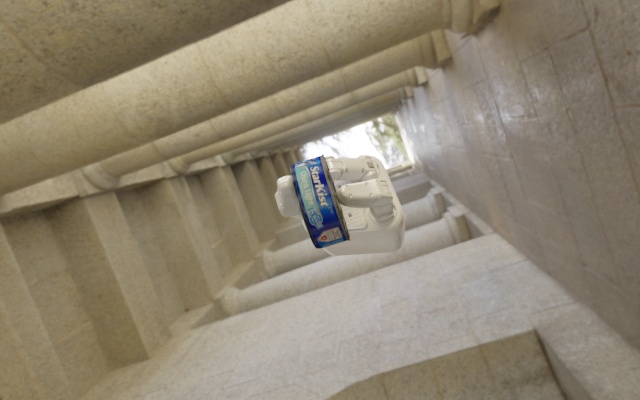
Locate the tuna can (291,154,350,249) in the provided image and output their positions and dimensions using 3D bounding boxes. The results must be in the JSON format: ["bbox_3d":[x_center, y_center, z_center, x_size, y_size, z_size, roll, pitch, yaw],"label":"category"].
[{"bbox_3d":[0.000,0.002,0.452,0.034,0.086,0.086,-17,-1,4],"label":"tuna can"}]
